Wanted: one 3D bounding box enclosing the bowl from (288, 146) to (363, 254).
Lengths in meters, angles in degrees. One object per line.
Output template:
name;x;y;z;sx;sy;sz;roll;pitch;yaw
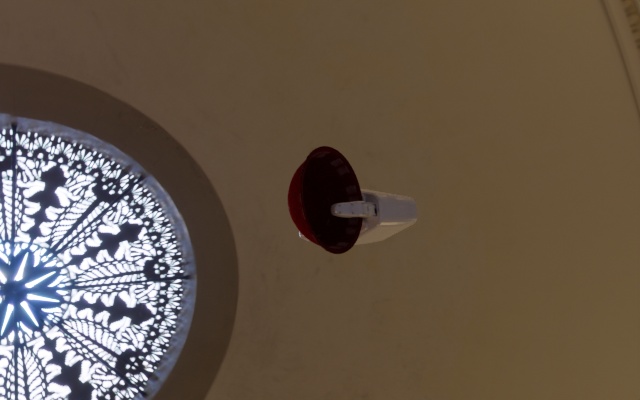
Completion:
bowl;-0.001;0.002;0.721;0.055;0.162;0.162;-10;-6;35
